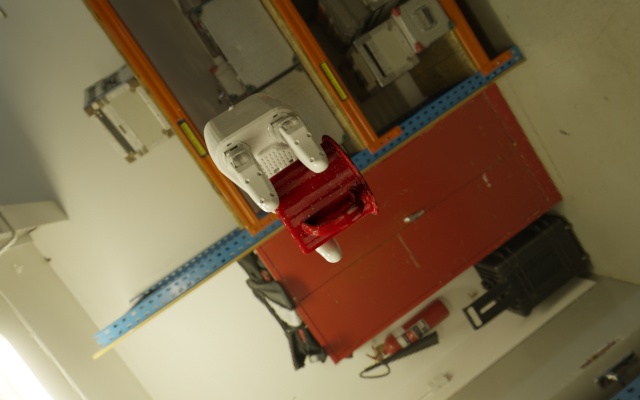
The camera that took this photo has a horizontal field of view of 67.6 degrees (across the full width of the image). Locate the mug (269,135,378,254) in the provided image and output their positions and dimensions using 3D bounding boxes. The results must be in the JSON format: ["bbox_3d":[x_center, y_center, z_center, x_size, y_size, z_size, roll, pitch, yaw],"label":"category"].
[{"bbox_3d":[0.000,0.002,0.448,0.081,0.093,0.117,-34,28,-5],"label":"mug"}]
